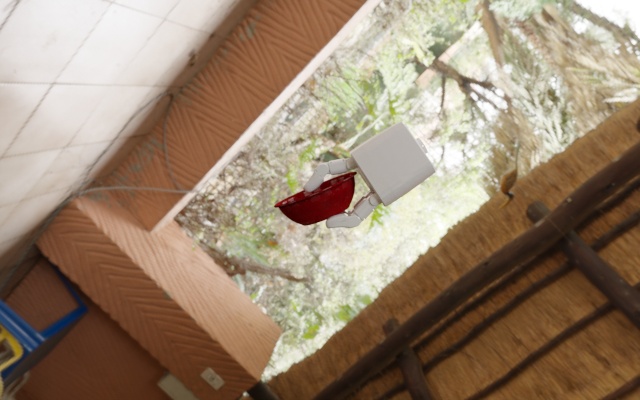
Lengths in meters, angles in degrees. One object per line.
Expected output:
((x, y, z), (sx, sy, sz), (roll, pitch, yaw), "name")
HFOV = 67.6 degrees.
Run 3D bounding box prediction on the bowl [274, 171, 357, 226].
((-0.001, 0.004, 0.859), (0.162, 0.055, 0.162), (-22, 6, 3), "bowl")
